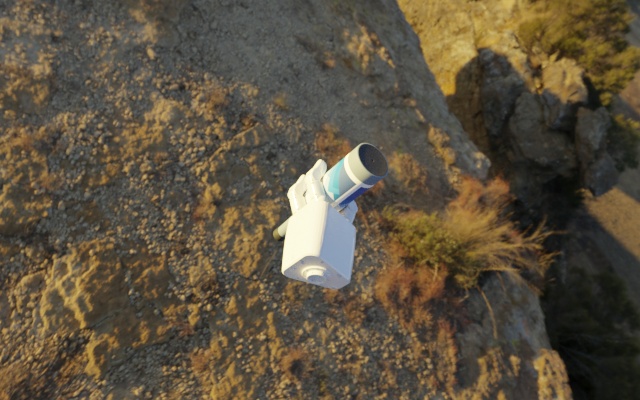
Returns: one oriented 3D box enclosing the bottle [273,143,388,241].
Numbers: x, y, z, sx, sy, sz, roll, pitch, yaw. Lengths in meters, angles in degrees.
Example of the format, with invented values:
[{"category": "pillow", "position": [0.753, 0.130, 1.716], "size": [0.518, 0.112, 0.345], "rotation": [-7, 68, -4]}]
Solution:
[{"category": "bottle", "position": [0.000, 0.003, 0.869], "size": [0.069, 0.069, 0.296], "rotation": [0, -28, -40]}]
